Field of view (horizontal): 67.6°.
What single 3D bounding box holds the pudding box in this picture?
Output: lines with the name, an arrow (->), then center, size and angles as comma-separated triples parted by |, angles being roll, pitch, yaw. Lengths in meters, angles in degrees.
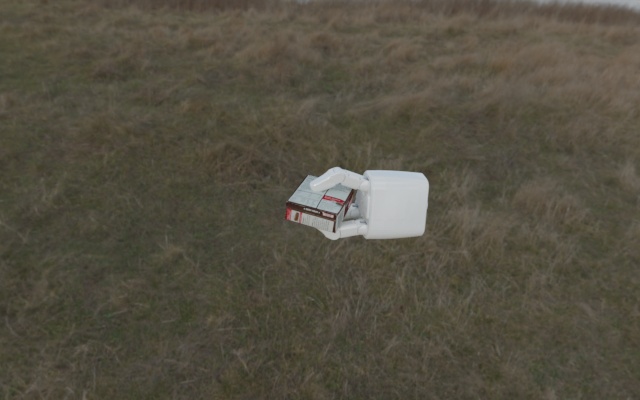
pudding box -> 0.000, 0.002, 0.804 | 0.090, 0.039, 0.113 | 14, 29, 12
